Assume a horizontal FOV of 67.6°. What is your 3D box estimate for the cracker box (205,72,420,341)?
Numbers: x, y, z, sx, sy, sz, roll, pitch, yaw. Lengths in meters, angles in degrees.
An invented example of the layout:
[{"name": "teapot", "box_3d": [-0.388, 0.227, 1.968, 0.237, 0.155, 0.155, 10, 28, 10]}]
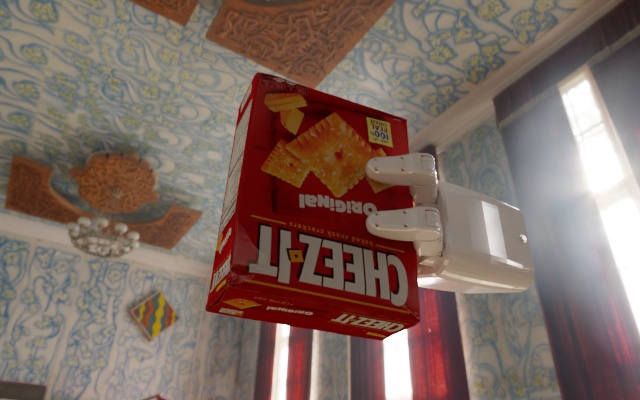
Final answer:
[{"name": "cracker box", "box_3d": [0.000, 0.001, 0.430, 0.164, 0.213, 0.072, 14, -34, -19]}]
